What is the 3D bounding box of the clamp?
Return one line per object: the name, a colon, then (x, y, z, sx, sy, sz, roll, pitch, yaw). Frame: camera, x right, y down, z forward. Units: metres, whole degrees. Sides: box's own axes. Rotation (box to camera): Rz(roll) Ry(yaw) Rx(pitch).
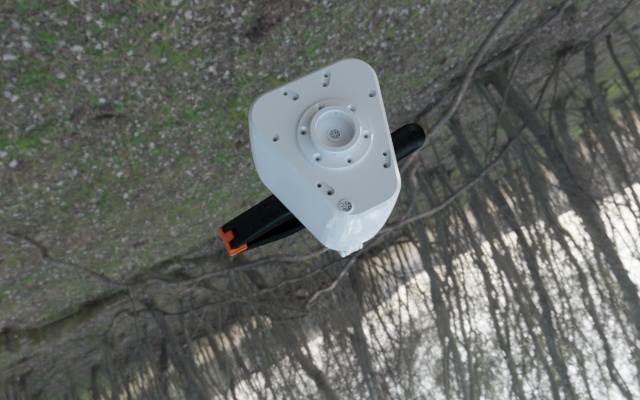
clamp: (0.000, 0.002, 0.495, 0.210, 0.036, 0.165, -26, -15, -8)
